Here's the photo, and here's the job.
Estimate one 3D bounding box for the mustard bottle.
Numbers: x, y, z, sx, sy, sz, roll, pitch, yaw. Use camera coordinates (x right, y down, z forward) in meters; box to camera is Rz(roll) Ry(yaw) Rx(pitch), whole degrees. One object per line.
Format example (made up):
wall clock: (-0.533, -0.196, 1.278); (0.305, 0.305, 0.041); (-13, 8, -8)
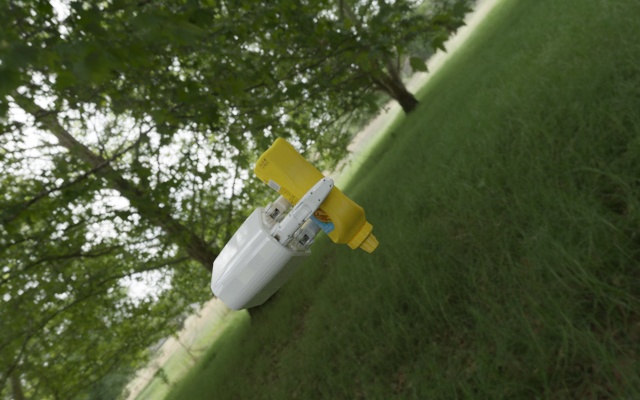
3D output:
mustard bottle: (0.000, 0.002, 0.638); (0.191, 0.058, 0.096); (41, -17, -1)
